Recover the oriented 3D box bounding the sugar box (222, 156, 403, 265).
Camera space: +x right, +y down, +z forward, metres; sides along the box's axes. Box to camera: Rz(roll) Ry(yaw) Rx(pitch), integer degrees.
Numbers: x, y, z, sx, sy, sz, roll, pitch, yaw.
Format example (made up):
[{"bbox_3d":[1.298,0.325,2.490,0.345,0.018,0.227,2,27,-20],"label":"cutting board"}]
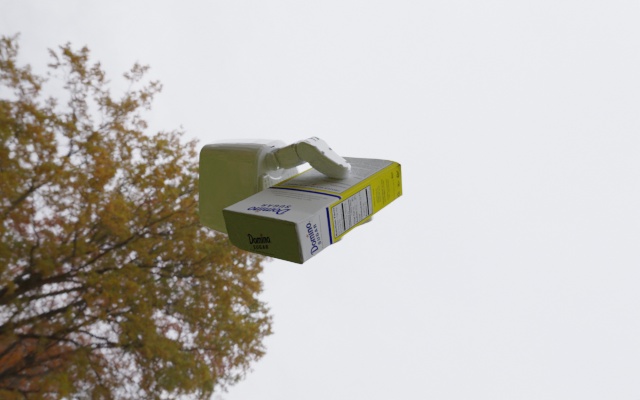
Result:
[{"bbox_3d":[0.000,0.002,0.477,0.093,0.048,0.176,9,28,38],"label":"sugar box"}]
